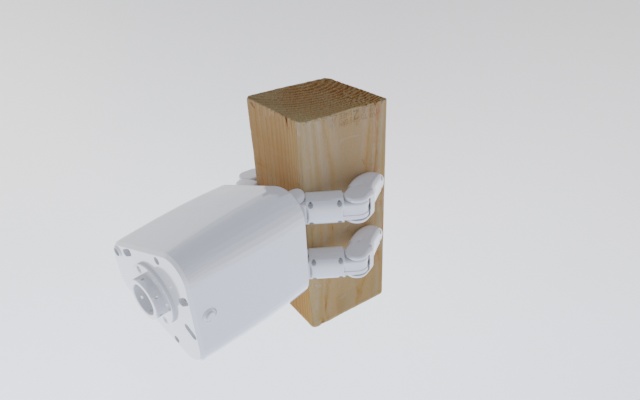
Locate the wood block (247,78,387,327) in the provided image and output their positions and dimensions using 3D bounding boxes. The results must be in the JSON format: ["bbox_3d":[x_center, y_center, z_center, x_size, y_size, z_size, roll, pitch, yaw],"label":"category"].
[{"bbox_3d":[0.000,0.002,0.454,0.090,0.206,0.090,-21,35,-29],"label":"wood block"}]
